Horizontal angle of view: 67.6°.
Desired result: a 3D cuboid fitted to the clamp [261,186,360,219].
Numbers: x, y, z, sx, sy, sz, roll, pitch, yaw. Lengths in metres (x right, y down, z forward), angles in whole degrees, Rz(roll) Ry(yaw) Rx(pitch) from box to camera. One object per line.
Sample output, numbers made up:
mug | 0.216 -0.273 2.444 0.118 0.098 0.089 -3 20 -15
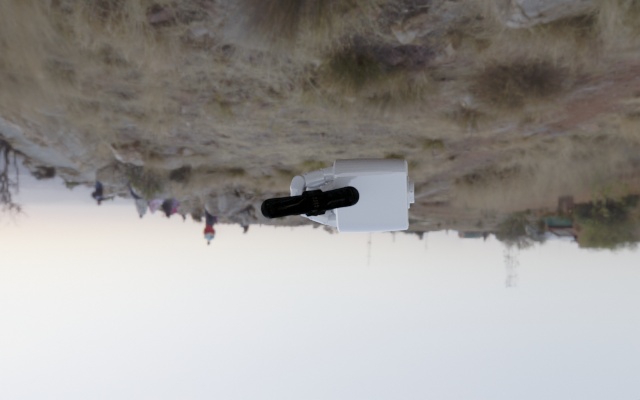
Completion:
clamp | 0.000 0.003 0.645 0.120 0.039 0.171 -3 2 11
